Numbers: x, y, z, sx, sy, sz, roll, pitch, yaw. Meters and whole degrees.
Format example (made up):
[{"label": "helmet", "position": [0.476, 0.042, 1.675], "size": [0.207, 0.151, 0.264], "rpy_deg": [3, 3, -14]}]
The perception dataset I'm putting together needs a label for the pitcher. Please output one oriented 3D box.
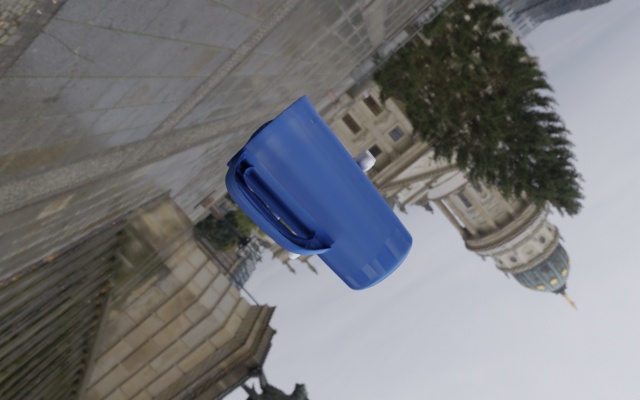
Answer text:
[{"label": "pitcher", "position": [0.000, 0.002, 0.611], "size": [0.149, 0.243, 0.145], "rpy_deg": [-41, 7, -1]}]
